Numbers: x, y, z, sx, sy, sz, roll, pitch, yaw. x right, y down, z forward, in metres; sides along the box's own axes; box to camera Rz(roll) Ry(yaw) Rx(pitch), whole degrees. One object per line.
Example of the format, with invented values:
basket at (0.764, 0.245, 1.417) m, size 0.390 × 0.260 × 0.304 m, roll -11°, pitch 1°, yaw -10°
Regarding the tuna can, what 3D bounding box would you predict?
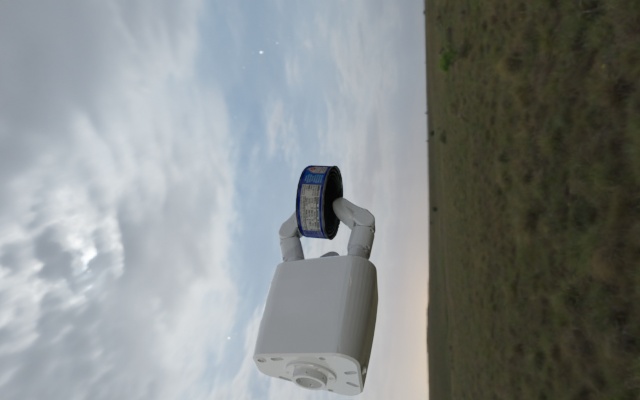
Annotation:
tuna can at (0.000, 0.002, 0.551) m, size 0.034 × 0.086 × 0.086 m, roll 3°, pitch 1°, yaw 16°
